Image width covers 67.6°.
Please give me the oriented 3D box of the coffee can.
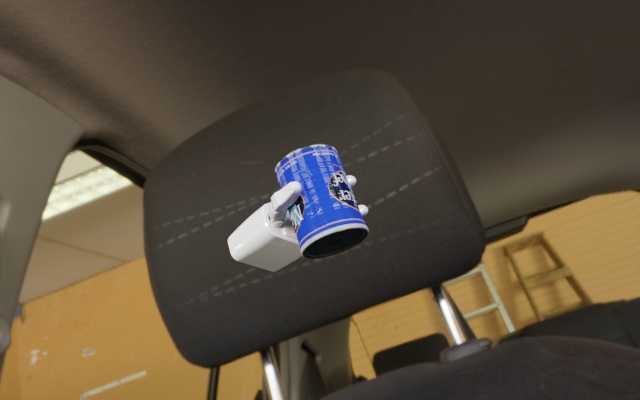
[{"bbox_3d":[0.000,0.002,0.714,0.103,0.140,0.103,-17,-23,-7],"label":"coffee can"}]
